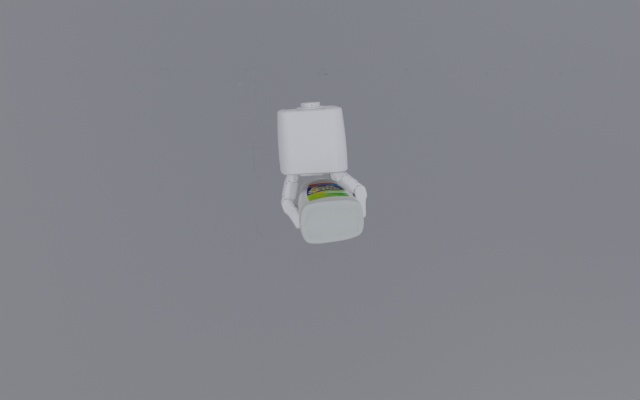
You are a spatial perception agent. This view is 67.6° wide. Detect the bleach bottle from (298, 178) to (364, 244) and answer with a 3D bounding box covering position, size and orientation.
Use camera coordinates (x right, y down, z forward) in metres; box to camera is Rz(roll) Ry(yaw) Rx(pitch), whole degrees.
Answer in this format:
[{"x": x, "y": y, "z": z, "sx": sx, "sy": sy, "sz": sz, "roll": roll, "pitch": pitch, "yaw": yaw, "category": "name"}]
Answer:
[{"x": 0.000, "y": 0.003, "z": 0.837, "sx": 0.102, "sy": 0.068, "sz": 0.250, "roll": -6, "pitch": 14, "yaw": -8, "category": "bleach bottle"}]
